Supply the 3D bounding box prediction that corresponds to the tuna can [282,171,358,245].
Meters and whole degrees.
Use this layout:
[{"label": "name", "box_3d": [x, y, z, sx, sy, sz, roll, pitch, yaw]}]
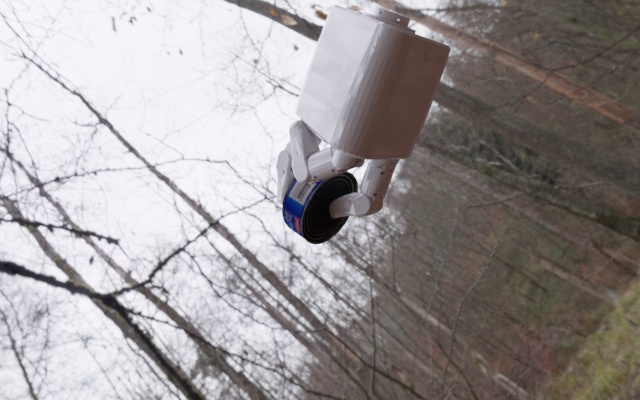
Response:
[{"label": "tuna can", "box_3d": [0.000, 0.001, 0.511, 0.033, 0.086, 0.086, 32, 18, 33]}]
